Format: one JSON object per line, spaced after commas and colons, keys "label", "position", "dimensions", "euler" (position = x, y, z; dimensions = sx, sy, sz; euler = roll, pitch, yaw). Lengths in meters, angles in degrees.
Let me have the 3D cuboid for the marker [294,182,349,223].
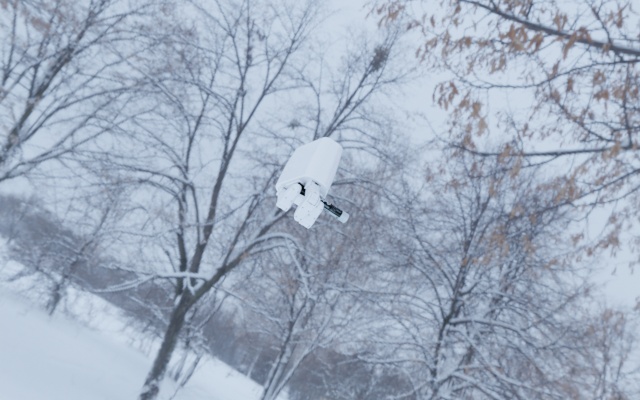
{"label": "marker", "position": [0.000, 0.003, 0.888], "dimensions": [0.121, 0.020, 0.020], "euler": [33, -10, -15]}
